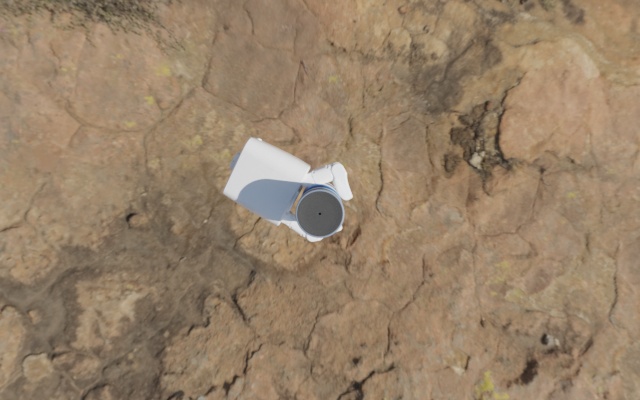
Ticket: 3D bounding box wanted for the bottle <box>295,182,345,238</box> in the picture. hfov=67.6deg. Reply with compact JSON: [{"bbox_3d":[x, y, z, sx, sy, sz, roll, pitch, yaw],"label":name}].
[{"bbox_3d":[0.000,0.003,0.788,0.069,0.069,0.295,0,6,0],"label":"bottle"}]
